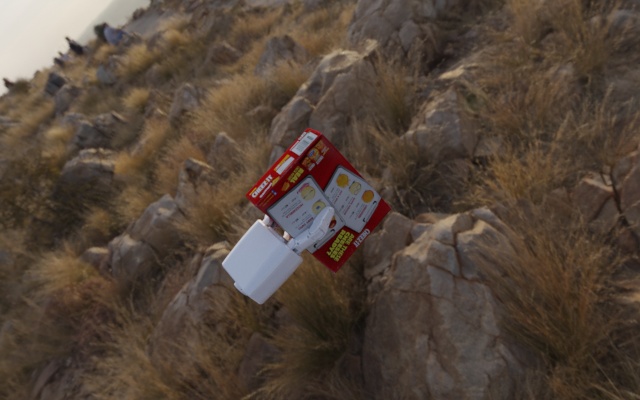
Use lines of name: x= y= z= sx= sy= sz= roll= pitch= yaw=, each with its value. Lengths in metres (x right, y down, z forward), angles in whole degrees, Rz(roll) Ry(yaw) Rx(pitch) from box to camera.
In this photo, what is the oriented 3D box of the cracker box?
cracker box: x=0.000 y=0.003 z=0.852 sx=0.214 sy=0.164 sz=0.072 roll=44 pitch=-4 yaw=-31
